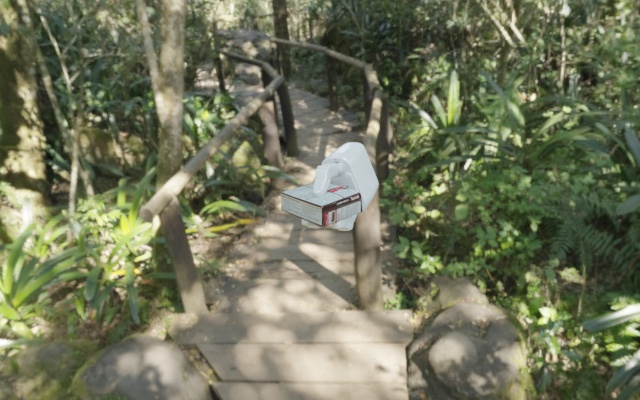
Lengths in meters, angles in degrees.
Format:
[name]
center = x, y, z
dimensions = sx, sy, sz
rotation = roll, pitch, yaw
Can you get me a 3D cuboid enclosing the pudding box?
[pudding box]
center = 0.000, 0.002, 0.801
dimensions = 0.090, 0.039, 0.113
rotation = -20, 24, -36
